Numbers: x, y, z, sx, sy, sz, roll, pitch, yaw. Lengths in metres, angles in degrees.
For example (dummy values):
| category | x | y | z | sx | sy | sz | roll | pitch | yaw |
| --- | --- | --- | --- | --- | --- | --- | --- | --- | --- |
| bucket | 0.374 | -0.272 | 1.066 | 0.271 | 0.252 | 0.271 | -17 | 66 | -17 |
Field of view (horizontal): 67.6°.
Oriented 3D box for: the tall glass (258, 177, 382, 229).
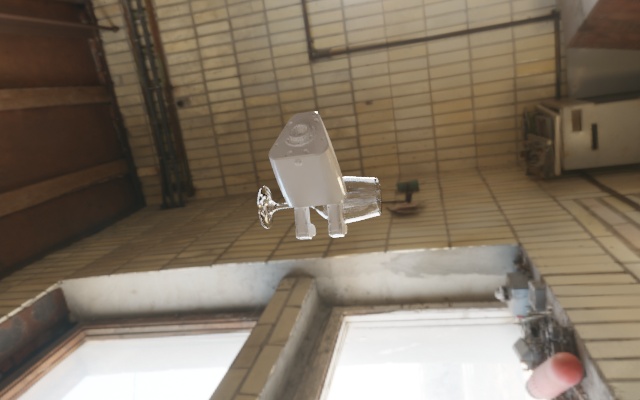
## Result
| category | x | y | z | sx | sy | sz | roll | pitch | yaw |
| --- | --- | --- | --- | --- | --- | --- | --- | --- | --- |
| tall glass | 0.000 | 0.003 | 0.810 | 0.201 | 0.079 | 0.079 | -5 | -1 | 14 |
